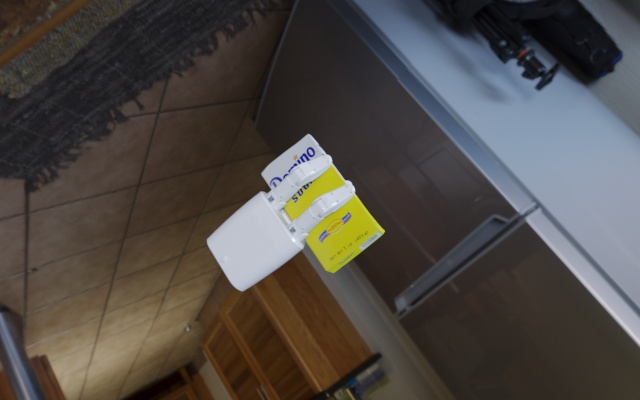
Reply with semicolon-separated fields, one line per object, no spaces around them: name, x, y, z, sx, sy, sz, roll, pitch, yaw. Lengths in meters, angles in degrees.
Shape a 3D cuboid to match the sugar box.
sugar box;0.000;0.002;0.665;0.093;0.176;0.048;-38;-19;6
